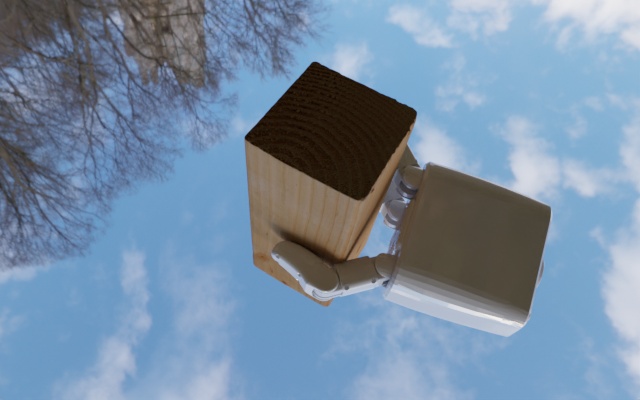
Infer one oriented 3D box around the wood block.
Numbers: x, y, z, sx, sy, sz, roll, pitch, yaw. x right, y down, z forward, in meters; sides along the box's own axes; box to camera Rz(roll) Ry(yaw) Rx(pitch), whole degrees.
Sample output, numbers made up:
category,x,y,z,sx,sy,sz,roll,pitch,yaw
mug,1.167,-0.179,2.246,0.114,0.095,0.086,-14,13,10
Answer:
category,x,y,z,sx,sy,sz,roll,pitch,yaw
wood block,0.000,0.002,0.406,0.090,0.090,0.206,29,-30,11
